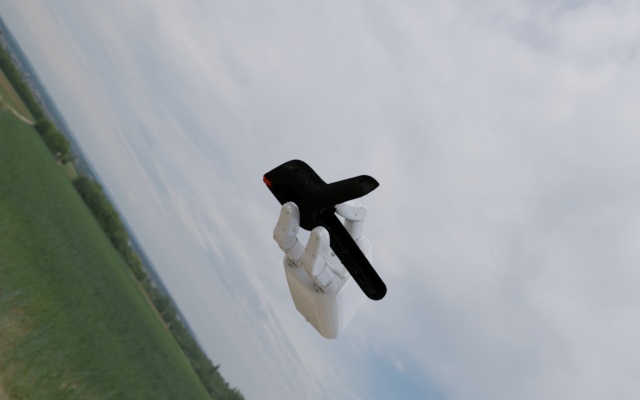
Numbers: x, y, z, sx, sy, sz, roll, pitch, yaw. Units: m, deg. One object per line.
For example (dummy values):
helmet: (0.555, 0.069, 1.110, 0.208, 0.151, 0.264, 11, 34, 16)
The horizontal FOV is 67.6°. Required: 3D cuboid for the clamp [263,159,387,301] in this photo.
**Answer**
clamp: (0.000, 0.001, 0.545, 0.036, 0.165, 0.210, -30, 49, -26)
